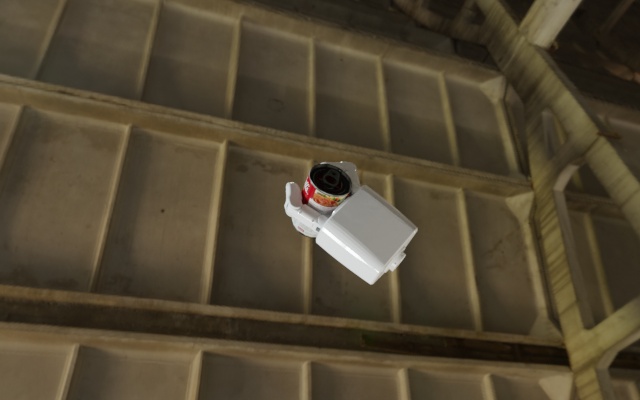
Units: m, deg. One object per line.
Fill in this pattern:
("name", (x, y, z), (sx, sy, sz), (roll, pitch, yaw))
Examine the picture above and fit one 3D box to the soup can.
("soup can", (0.000, 0.002, 0.742), (0.068, 0.068, 0.102), (0, -42, -25))
